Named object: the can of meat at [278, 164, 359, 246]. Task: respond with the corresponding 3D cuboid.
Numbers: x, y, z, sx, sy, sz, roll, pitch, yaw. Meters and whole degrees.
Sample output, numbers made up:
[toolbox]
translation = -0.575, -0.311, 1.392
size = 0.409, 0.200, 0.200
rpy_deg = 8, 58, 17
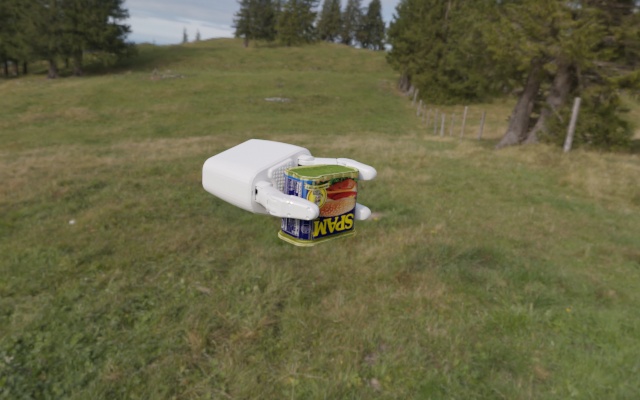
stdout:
[can of meat]
translation = 0.000, 0.002, 0.587
size = 0.102, 0.084, 0.057
rpy_deg = -10, 21, -43
